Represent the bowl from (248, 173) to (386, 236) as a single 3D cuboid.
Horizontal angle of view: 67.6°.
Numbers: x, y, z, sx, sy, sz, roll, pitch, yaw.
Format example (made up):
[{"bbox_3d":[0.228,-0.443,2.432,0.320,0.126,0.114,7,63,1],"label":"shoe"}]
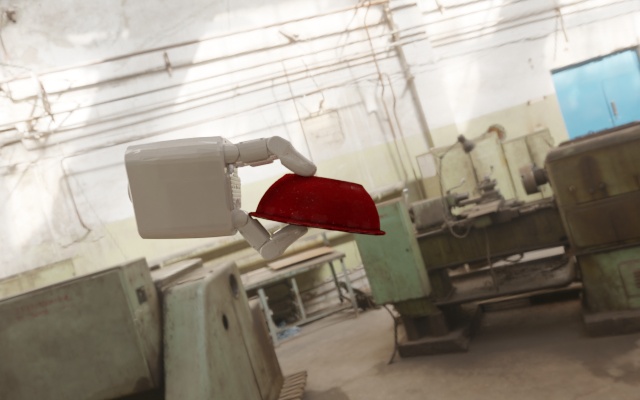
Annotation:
[{"bbox_3d":[0.001,0.002,0.559,0.162,0.055,0.162,9,0,0],"label":"bowl"}]
